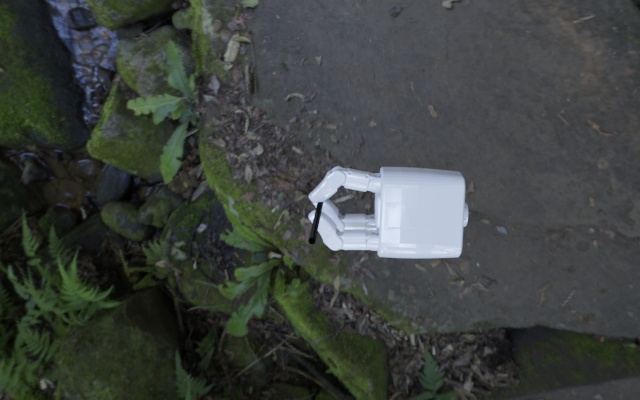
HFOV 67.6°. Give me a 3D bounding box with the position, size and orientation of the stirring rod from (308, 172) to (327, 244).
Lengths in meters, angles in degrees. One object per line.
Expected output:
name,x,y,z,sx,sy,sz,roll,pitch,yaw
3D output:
stirring rod,0.000,0.002,0.641,0.011,0.011,0.239,0,21,5
